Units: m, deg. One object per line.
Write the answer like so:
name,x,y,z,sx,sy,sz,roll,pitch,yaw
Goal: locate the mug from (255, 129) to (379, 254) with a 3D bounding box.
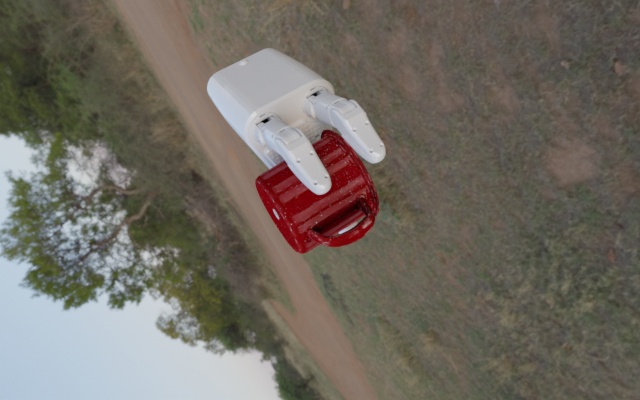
mug,0.001,0.002,0.427,0.081,0.093,0.117,-32,46,-13
